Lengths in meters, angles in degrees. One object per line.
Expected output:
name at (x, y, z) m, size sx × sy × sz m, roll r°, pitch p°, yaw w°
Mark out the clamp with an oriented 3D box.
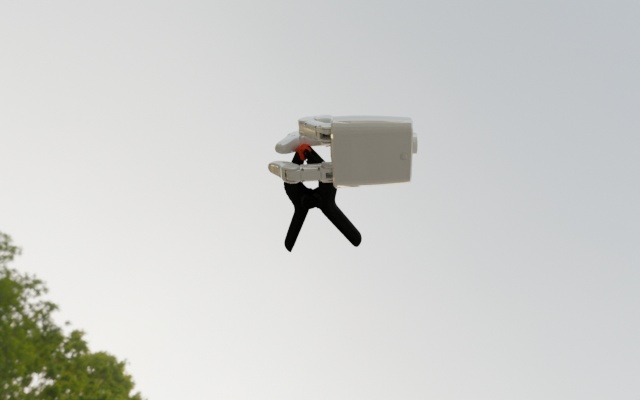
clamp at (0.000, 0.002, 0.703) m, size 0.120 × 0.171 × 0.039 m, roll 0°, pitch 25°, yaw 6°
